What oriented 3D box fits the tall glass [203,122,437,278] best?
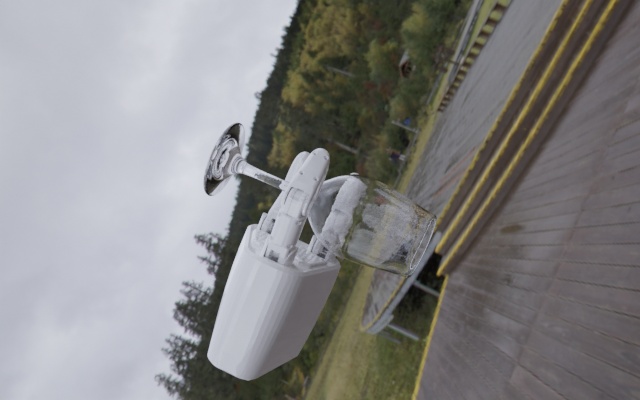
[{"bbox_3d":[-0.001,0.001,0.436,0.201,0.079,0.079,24,3,7],"label":"tall glass"}]
